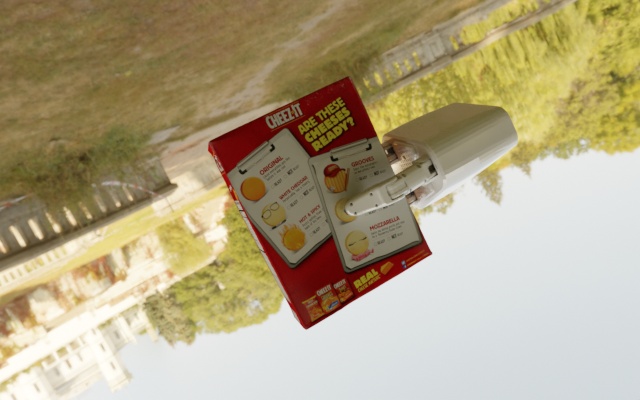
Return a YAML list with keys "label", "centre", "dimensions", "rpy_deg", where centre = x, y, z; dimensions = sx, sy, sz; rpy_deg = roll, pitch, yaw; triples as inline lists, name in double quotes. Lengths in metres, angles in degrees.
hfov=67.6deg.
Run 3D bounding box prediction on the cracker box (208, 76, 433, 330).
- label: "cracker box"
  centre: [0.000, 0.002, 0.518]
  dimensions: [0.164, 0.214, 0.072]
  rpy_deg: [-28, 6, -15]
